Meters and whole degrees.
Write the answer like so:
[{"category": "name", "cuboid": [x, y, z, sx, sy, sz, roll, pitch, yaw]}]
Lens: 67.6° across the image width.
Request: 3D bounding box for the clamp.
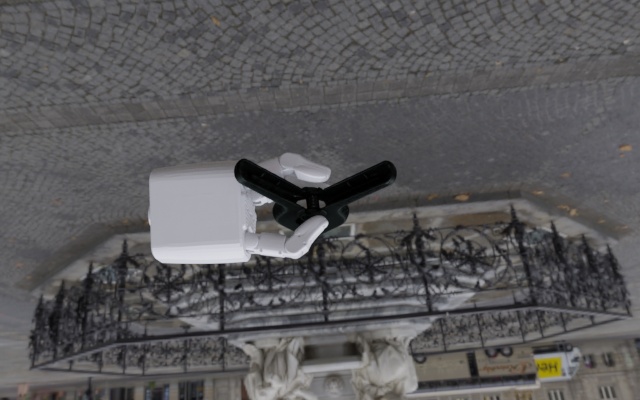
[{"category": "clamp", "cuboid": [0.000, 0.003, 0.563, 0.164, 0.036, 0.210, -1, -21, 3]}]
